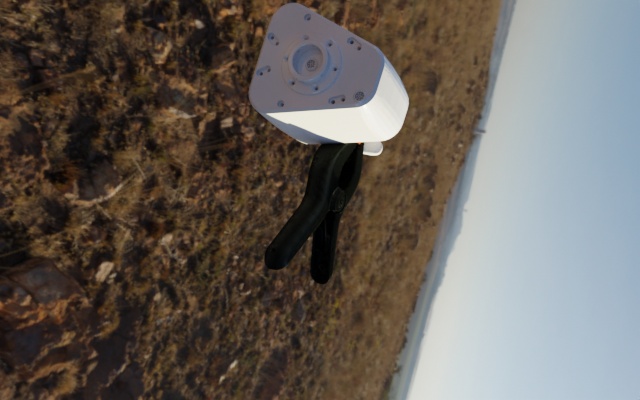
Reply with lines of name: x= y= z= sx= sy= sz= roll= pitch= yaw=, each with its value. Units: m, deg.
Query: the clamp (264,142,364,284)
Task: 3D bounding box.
clamp: x=0.001 y=0.002 z=0.472 sx=0.039 sy=0.171 sz=0.120 roll=14 pitch=-1 yaw=22
